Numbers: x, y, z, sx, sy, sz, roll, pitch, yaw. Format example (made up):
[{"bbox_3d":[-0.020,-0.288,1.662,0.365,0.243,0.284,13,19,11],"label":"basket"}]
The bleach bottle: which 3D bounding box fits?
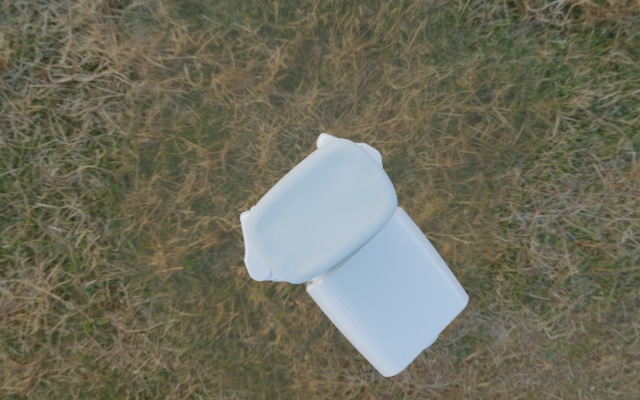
[{"bbox_3d":[0.000,0.001,0.431,0.102,0.068,0.251,-39,2,3],"label":"bleach bottle"}]
